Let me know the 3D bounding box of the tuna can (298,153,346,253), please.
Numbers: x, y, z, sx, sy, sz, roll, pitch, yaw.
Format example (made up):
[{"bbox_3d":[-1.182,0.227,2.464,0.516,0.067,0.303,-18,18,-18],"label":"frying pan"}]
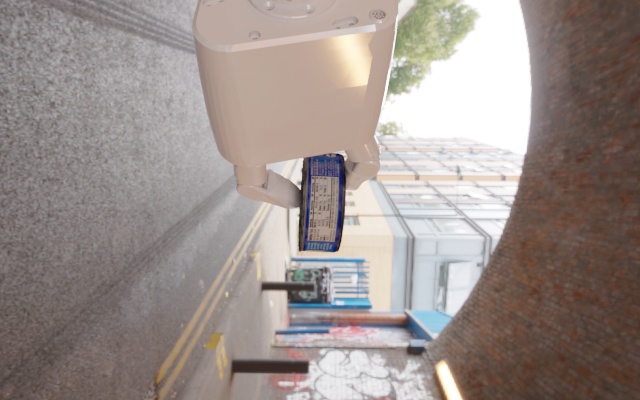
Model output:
[{"bbox_3d":[0.001,0.001,0.404,0.034,0.086,0.086,3,0,-4],"label":"tuna can"}]
